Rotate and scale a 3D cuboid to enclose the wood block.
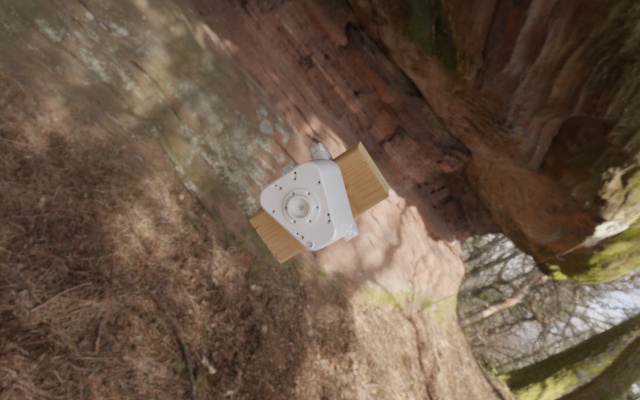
[{"bbox_3d":[0.000,0.003,0.774,0.206,0.091,0.090,-32,8,14],"label":"wood block"}]
